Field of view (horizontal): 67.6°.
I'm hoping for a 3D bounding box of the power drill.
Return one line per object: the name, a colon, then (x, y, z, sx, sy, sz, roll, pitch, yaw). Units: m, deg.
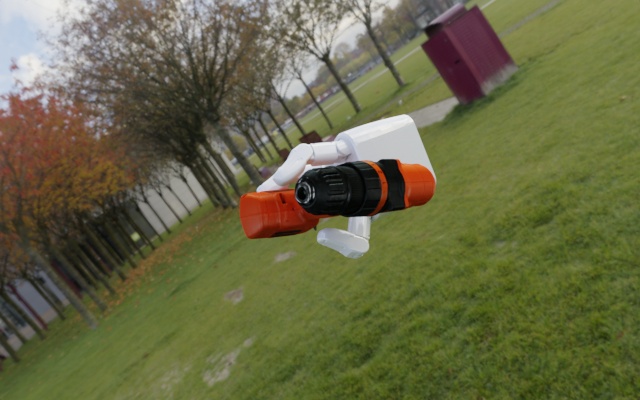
power drill: (0.000, 0.002, 0.496, 0.187, 0.057, 0.184, -12, -7, 43)
